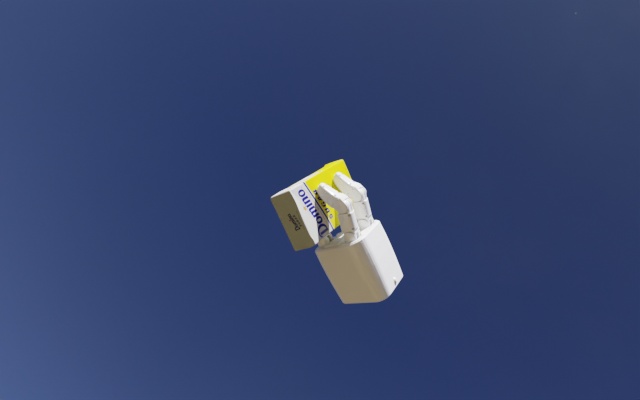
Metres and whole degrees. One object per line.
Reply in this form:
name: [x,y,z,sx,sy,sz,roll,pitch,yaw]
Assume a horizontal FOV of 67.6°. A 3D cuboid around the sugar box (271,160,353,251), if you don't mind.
sugar box: [0.001,0.002,0.772,0.048,0.093,0.176,-20,9,32]
